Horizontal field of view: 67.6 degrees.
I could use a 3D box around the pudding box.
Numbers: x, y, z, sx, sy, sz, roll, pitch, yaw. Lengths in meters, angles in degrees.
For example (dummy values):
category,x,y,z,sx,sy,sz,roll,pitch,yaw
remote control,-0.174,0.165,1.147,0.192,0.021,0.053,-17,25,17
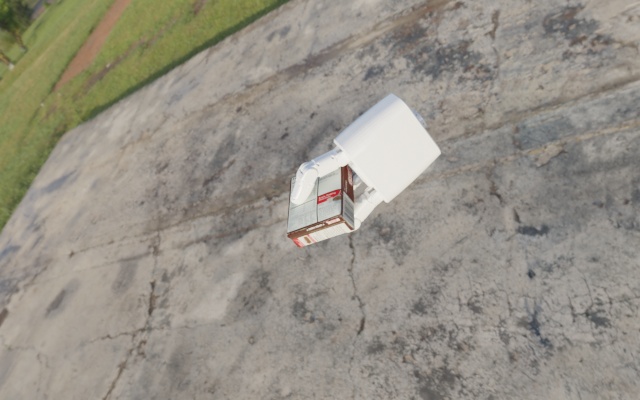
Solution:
category,x,y,z,sx,sy,sz,roll,pitch,yaw
pudding box,0.000,0.002,0.675,0.090,0.113,0.039,-21,-48,24
